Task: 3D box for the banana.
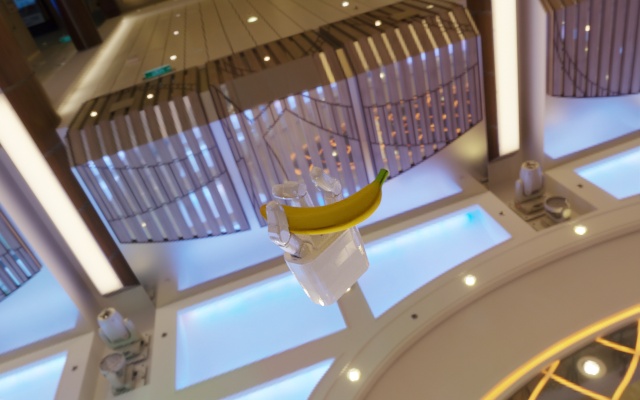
[{"bbox_3d":[0.002,0.015,0.643,0.198,0.069,0.037,-15,-47,22],"label":"banana"}]
